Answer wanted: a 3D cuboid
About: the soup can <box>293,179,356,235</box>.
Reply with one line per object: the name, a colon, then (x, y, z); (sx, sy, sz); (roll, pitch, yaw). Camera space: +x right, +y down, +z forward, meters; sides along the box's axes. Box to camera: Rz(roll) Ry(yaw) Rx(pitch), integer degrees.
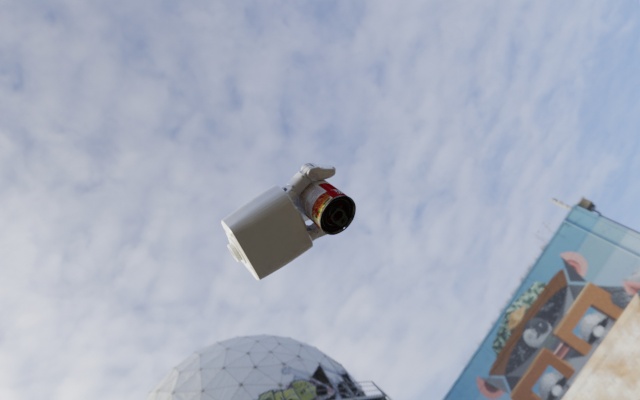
soup can: (0.000, 0.002, 0.771); (0.068, 0.068, 0.102); (0, 25, -37)
